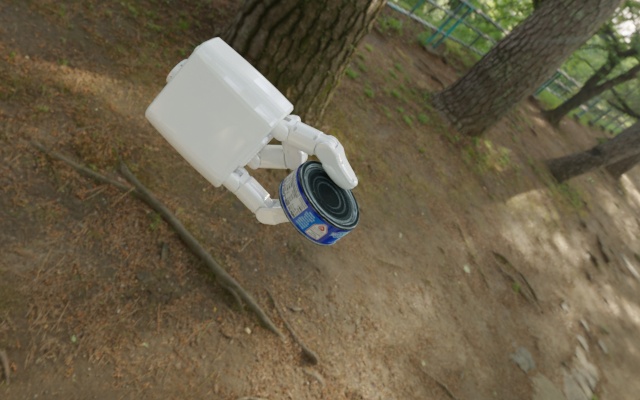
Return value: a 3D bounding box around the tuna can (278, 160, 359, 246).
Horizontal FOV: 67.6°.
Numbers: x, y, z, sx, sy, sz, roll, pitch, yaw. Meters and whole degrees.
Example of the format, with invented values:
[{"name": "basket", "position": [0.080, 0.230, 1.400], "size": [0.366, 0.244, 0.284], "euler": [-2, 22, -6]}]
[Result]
[{"name": "tuna can", "position": [0.001, 0.001, 0.490], "size": [0.034, 0.086, 0.086], "euler": [-38, -22, 31]}]
